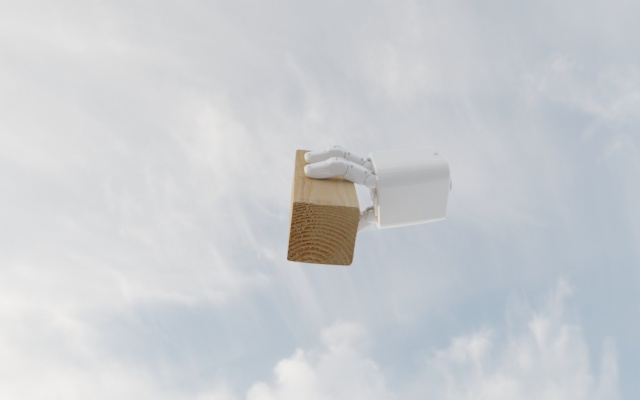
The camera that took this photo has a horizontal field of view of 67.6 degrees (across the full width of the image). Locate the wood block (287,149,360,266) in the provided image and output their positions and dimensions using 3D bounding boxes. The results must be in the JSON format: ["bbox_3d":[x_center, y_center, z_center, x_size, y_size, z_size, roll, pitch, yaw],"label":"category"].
[{"bbox_3d":[0.000,0.003,0.714,0.090,0.091,0.206,5,24,-4],"label":"wood block"}]
